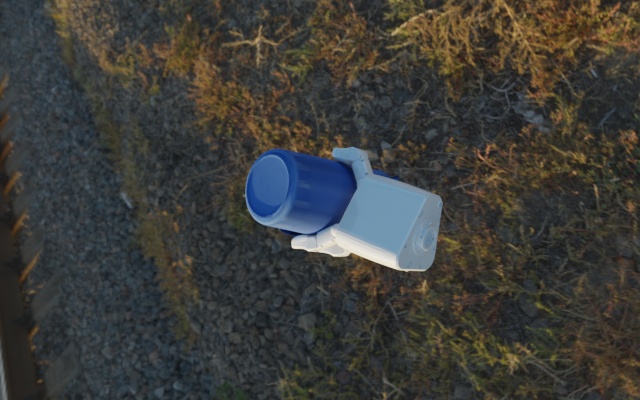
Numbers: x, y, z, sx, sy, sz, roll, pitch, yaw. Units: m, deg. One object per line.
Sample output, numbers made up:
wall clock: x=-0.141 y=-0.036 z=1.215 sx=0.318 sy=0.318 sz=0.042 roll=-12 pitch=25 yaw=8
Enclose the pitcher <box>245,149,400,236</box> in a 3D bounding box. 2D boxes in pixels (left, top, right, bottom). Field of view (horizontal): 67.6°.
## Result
pitcher: x=0.000 y=0.002 z=0.744 sx=0.145 sy=0.149 sz=0.243 roll=21 pitch=6 yaw=43
